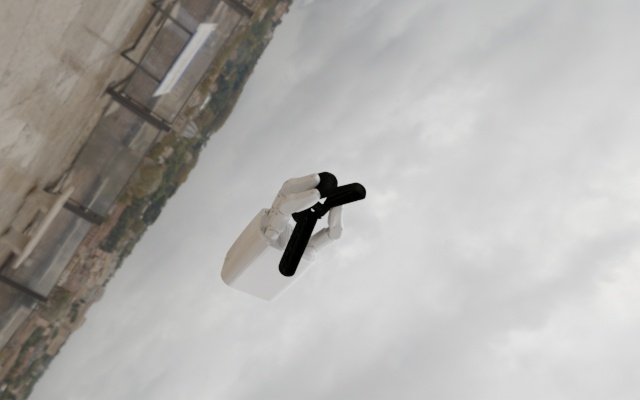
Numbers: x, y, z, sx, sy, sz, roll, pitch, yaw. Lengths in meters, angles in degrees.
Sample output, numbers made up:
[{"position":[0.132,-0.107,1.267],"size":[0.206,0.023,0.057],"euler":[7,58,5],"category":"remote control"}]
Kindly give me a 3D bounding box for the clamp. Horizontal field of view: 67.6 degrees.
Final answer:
[{"position":[0.001,0.003,0.711],"size":[0.036,0.164,0.210],"euler":[39,21,-18],"category":"clamp"}]
